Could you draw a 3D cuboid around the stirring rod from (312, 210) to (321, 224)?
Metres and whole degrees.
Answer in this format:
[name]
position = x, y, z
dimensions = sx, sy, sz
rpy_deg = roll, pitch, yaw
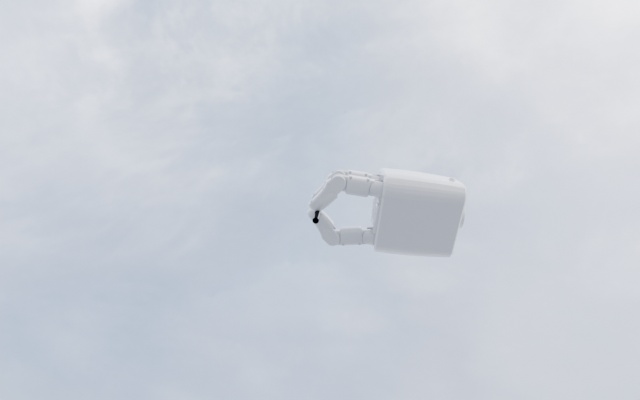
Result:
[stirring rod]
position = 0.000, 0.002, 0.691
dimensions = 0.011, 0.011, 0.239
rpy_deg = 0, 10, 3
